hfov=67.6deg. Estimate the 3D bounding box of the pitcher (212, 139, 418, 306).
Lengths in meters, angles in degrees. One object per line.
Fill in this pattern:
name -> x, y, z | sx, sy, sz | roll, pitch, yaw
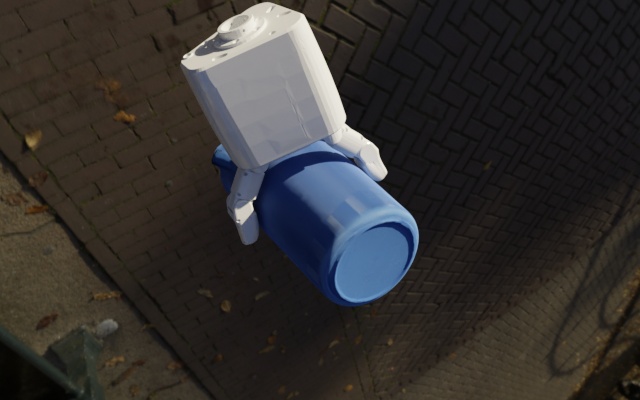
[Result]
pitcher -> 0.000, 0.002, 0.523 | 0.149, 0.145, 0.242 | -33, 41, -12
